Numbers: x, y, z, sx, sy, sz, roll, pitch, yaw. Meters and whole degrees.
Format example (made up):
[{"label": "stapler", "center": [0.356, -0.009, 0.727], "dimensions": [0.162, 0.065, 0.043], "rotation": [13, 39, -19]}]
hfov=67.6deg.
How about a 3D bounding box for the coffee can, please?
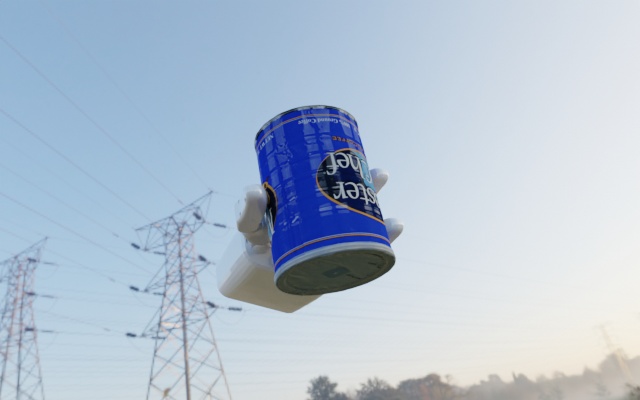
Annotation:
[{"label": "coffee can", "center": [0.000, 0.001, 0.429], "dimensions": [0.103, 0.140, 0.103], "rotation": [-10, -27, -5]}]
